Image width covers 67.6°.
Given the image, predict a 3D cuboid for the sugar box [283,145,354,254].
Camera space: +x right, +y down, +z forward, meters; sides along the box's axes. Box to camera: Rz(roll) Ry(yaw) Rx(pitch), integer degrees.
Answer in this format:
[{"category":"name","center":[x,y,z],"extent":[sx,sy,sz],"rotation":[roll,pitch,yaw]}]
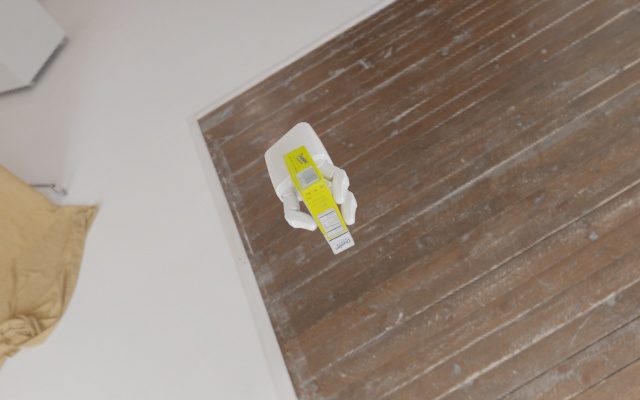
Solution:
[{"category":"sugar box","center":[0.001,0.002,0.783],"extent":[0.048,0.093,0.176],"rotation":[-28,-42,3]}]
